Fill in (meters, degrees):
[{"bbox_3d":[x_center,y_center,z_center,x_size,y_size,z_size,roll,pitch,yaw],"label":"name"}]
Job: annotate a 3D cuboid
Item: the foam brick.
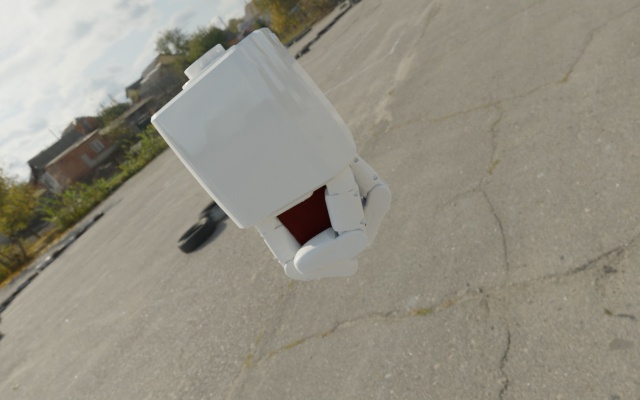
[{"bbox_3d":[0.000,0.001,0.402,0.053,0.051,0.078,-36,18,12],"label":"foam brick"}]
